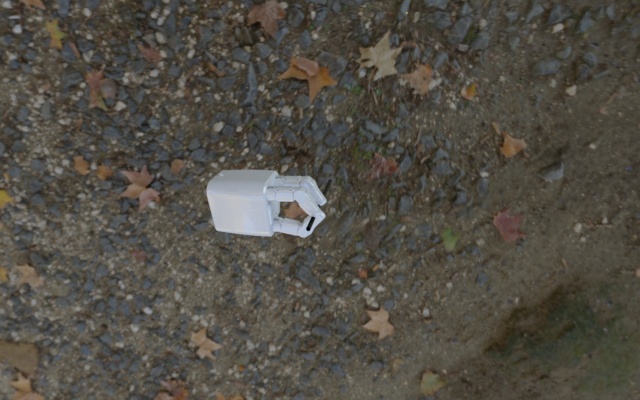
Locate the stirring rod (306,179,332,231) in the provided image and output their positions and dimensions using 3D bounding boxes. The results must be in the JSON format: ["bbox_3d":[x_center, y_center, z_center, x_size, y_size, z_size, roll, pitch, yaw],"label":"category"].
[{"bbox_3d":[0.000,0.003,0.878,0.011,0.011,0.239,0,21,10],"label":"stirring rod"}]
